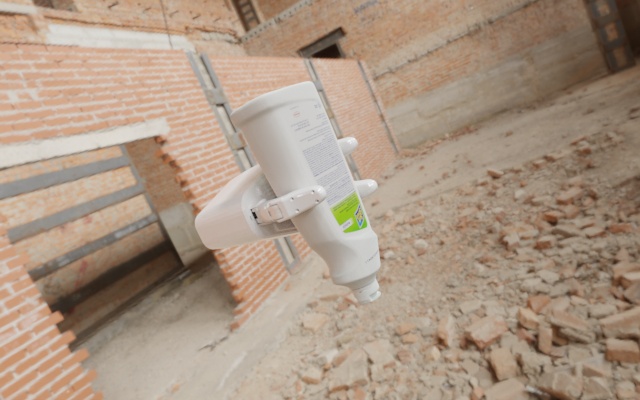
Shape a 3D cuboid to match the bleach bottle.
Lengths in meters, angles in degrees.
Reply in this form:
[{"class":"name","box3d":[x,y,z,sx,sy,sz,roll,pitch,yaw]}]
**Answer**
[{"class":"bleach bottle","box3d":[0.000,0.002,0.525,0.068,0.251,0.102,-18,10,42]}]
